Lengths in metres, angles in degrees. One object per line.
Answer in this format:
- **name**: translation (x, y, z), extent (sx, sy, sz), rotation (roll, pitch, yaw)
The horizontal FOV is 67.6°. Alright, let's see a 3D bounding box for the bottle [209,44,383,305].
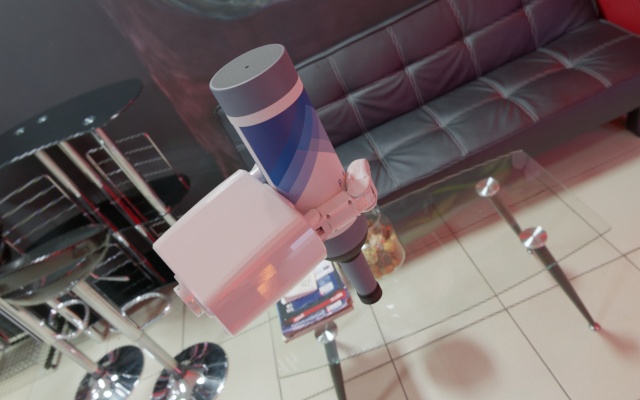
- **bottle**: translation (0.000, 0.001, 0.455), extent (0.069, 0.296, 0.069), rotation (-18, 36, 14)
